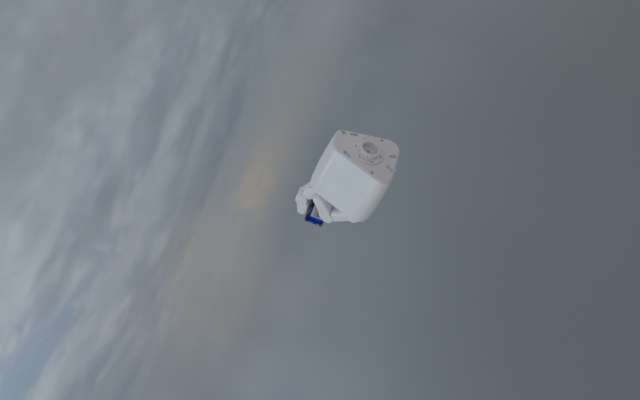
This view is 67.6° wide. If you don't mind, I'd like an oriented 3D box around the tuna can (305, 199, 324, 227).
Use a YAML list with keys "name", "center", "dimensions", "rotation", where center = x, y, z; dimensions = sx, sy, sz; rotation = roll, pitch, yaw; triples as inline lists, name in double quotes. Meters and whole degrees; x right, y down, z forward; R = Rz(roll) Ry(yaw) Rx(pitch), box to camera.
- name: "tuna can"
  center: [0.000, 0.003, 0.869]
  dimensions: [0.034, 0.086, 0.086]
  rotation: [20, -1, -3]
